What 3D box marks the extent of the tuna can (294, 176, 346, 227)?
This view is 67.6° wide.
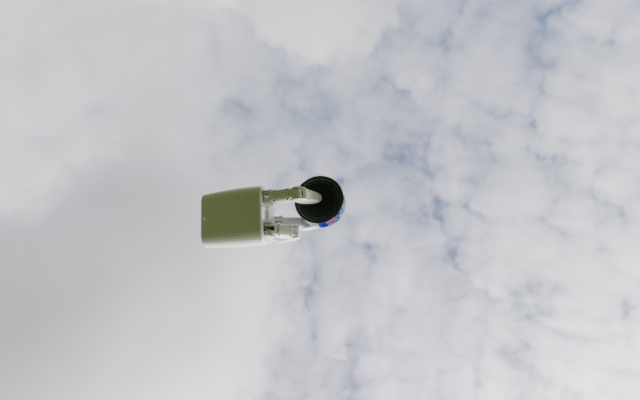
[{"bbox_3d":[0.000,0.003,0.827,0.086,0.086,0.034,0,-18,13],"label":"tuna can"}]
